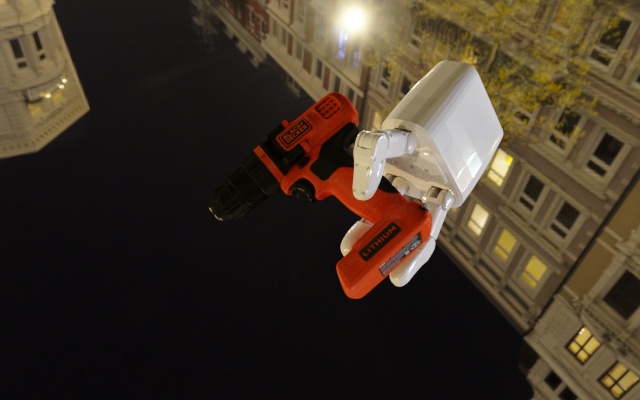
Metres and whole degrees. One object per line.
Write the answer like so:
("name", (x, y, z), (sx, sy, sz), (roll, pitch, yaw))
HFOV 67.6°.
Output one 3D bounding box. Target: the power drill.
("power drill", (0.001, 0.002, 0.468), (0.184, 0.187, 0.057), (-41, -25, -1))
